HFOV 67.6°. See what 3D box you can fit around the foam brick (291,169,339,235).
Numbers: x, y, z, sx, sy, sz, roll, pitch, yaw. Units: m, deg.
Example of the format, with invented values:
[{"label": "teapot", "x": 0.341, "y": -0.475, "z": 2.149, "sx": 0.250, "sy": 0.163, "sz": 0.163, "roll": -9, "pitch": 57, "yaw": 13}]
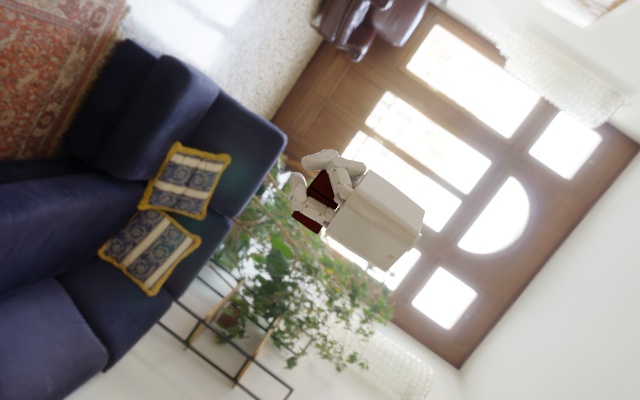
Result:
[{"label": "foam brick", "x": 0.000, "y": 0.002, "z": 0.715, "sx": 0.051, "sy": 0.078, "sz": 0.053, "roll": 35, "pitch": 46, "yaw": 2}]
